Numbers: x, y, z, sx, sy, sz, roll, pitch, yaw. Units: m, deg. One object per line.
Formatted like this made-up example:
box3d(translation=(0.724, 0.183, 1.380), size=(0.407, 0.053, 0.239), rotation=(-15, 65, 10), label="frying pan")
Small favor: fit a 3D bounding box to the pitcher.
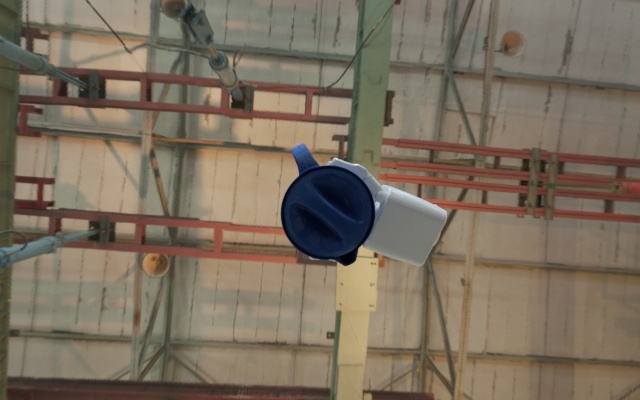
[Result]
box3d(translation=(0.000, 0.003, 0.777), size=(0.145, 0.149, 0.243), rotation=(19, 1, -5), label="pitcher")
